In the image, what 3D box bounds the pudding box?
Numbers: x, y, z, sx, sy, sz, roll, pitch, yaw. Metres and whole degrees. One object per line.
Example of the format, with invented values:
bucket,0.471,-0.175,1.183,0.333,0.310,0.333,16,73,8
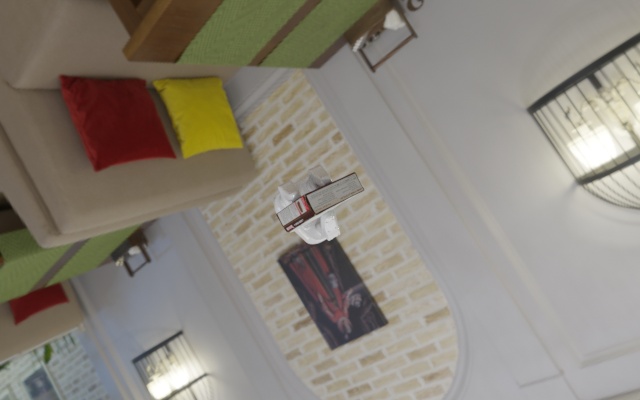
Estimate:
pudding box,0.000,0.003,0.742,0.113,0.039,0.090,-28,-4,-39
